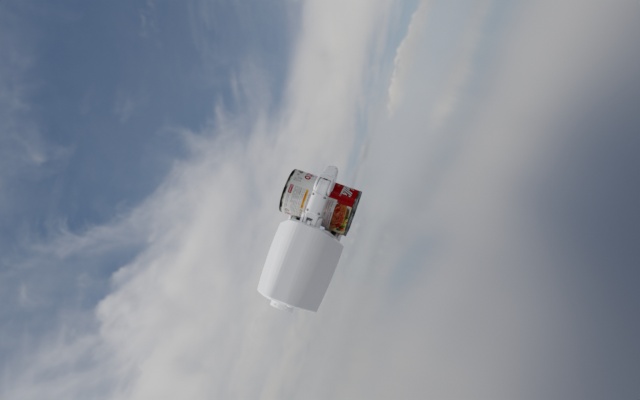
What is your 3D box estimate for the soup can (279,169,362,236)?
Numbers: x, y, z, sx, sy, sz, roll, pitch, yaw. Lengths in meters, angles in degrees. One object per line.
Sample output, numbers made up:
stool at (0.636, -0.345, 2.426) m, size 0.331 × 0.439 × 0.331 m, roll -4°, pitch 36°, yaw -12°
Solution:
soup can at (0.000, 0.002, 0.680) m, size 0.102 × 0.068 × 0.068 m, roll 20°, pitch 2°, yaw 7°
